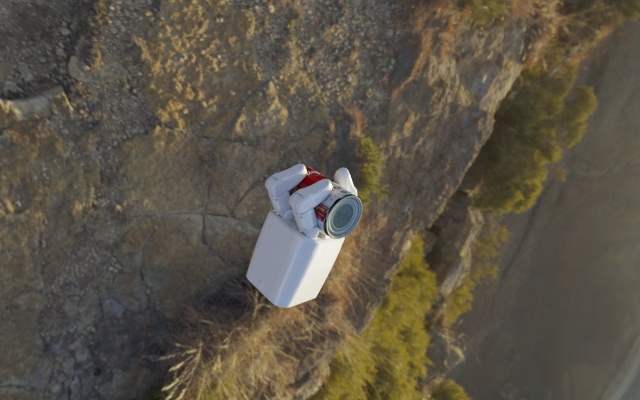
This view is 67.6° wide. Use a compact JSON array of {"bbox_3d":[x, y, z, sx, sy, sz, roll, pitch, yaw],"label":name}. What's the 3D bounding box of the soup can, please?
[{"bbox_3d":[0.001,0.002,0.664,0.068,0.068,0.102,0,24,-44],"label":"soup can"}]
